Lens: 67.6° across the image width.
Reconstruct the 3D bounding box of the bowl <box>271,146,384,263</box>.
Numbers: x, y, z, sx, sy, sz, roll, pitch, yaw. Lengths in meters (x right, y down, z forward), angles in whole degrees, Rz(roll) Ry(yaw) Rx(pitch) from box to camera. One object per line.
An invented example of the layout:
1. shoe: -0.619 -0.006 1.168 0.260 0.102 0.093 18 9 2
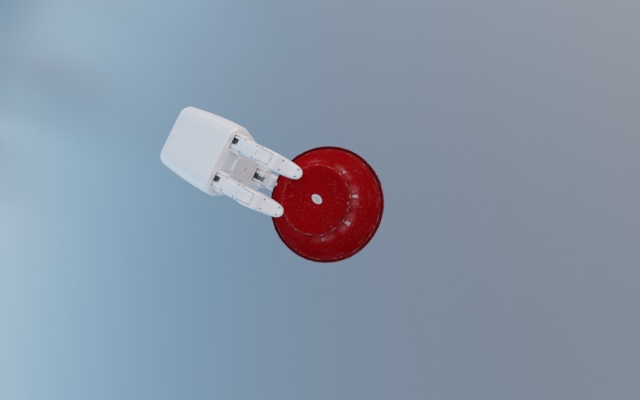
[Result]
1. bowl: 0.001 0.002 0.631 0.162 0.162 0.055 0 -6 15
